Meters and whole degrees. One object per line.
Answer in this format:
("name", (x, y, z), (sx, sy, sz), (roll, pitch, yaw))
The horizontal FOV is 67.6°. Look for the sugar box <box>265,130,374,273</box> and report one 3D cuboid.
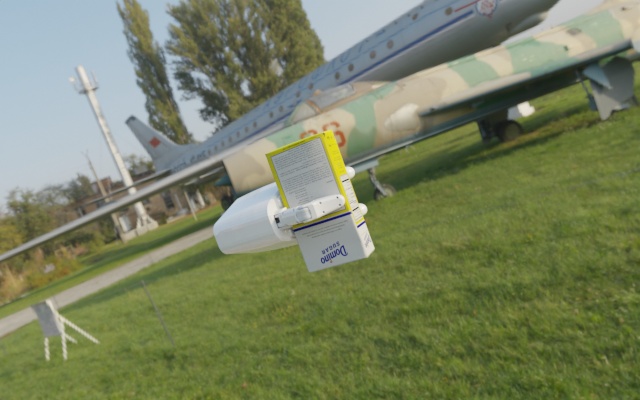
("sugar box", (0.000, 0.002, 0.653), (0.093, 0.176, 0.048), (-18, 6, 24))
